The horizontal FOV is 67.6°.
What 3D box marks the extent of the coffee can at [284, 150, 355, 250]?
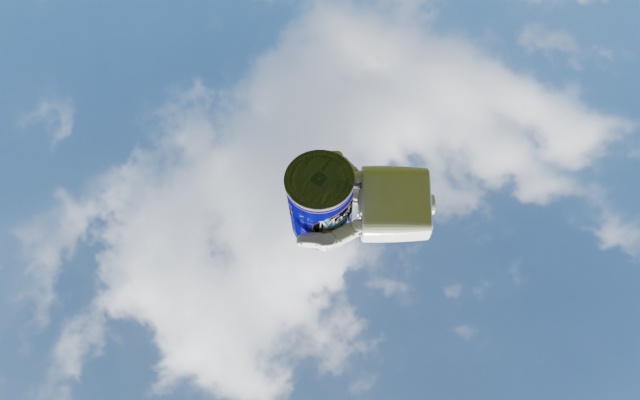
[{"bbox_3d":[0.000,0.002,0.746,0.103,0.102,0.140,0,-29,2],"label":"coffee can"}]
